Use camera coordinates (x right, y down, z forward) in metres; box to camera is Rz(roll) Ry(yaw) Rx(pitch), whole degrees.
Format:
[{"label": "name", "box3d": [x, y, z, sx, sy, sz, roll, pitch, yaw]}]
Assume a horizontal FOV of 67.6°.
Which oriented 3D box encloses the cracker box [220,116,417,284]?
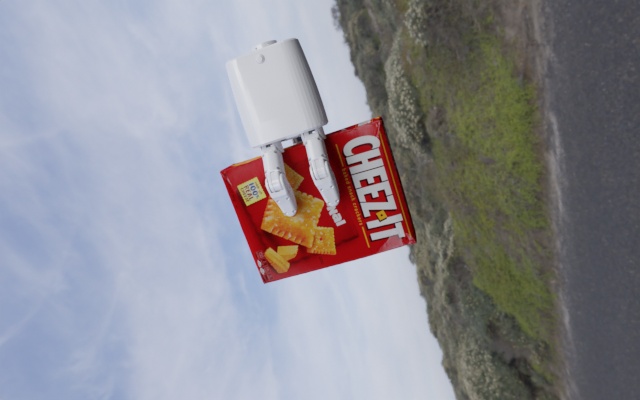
[{"label": "cracker box", "box3d": [0.000, 0.002, 0.623, 0.214, 0.164, 0.072, -16, 11, 11]}]
